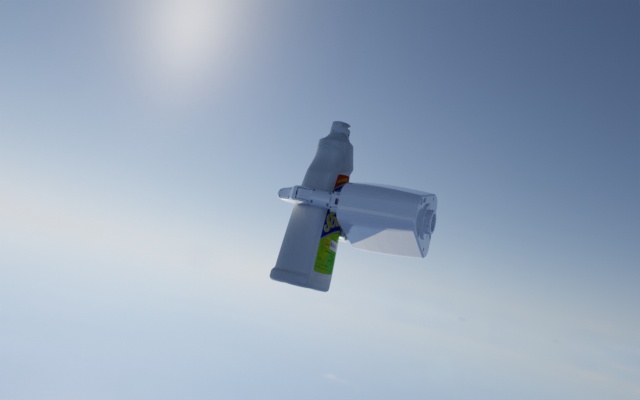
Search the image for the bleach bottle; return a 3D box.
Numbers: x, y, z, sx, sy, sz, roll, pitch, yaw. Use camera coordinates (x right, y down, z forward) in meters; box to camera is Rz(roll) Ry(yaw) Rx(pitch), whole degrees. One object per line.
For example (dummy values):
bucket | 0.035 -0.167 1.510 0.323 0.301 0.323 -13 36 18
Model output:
bleach bottle | 0.000 0.002 0.699 0.068 0.250 0.102 9 -11 26
